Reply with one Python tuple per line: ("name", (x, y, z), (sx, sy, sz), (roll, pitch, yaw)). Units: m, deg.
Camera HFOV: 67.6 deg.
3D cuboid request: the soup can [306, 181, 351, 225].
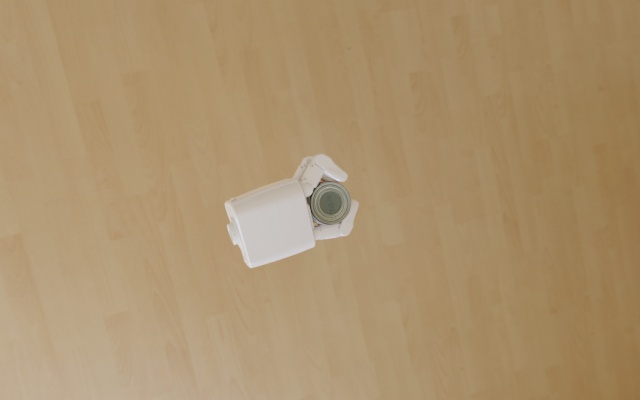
("soup can", (0.001, 0.002, 0.759), (0.068, 0.068, 0.102), (0, 1, -18))
